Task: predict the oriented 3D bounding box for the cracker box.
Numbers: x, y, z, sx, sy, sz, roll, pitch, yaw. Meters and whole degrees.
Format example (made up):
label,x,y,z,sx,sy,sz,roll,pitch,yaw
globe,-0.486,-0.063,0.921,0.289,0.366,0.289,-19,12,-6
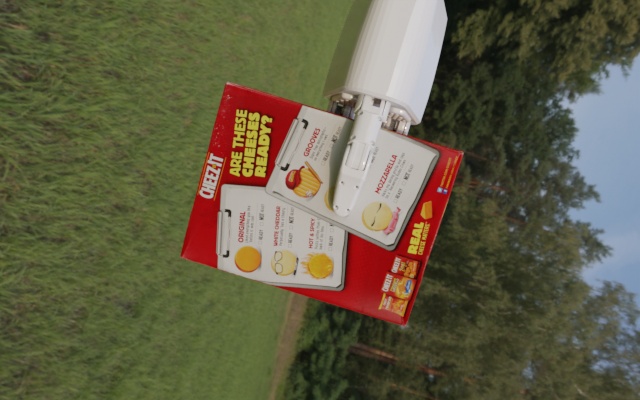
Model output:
label,x,y,z,sx,sy,sz,roll,pitch,yaw
cracker box,0.000,0.002,0.446,0.213,0.164,0.072,17,6,2
